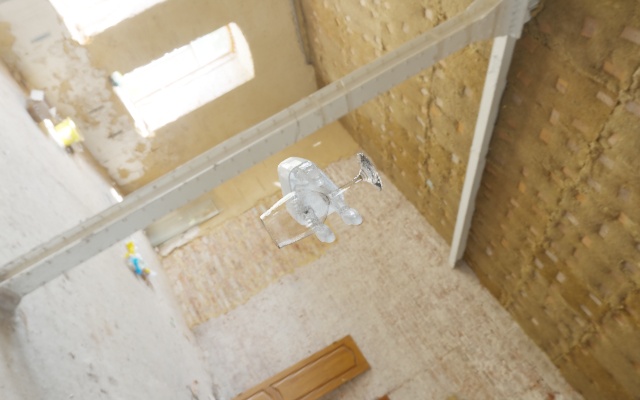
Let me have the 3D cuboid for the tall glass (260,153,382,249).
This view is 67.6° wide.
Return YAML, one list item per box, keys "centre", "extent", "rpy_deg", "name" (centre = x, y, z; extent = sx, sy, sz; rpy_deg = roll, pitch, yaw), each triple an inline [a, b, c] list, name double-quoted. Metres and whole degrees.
- centre: [0.001, 0.002, 0.797]
  extent: [0.201, 0.079, 0.079]
  rpy_deg: [-31, 6, -10]
  name: "tall glass"
